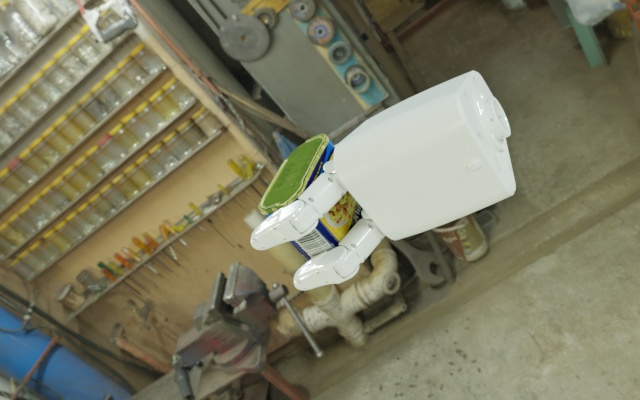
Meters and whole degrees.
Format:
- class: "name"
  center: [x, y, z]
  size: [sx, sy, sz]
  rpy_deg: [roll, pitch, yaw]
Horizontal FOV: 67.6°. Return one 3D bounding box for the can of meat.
- class: "can of meat"
  center: [0.000, 0.001, 0.438]
  size: [0.057, 0.084, 0.102]
  rpy_deg: [-20, 32, 38]
